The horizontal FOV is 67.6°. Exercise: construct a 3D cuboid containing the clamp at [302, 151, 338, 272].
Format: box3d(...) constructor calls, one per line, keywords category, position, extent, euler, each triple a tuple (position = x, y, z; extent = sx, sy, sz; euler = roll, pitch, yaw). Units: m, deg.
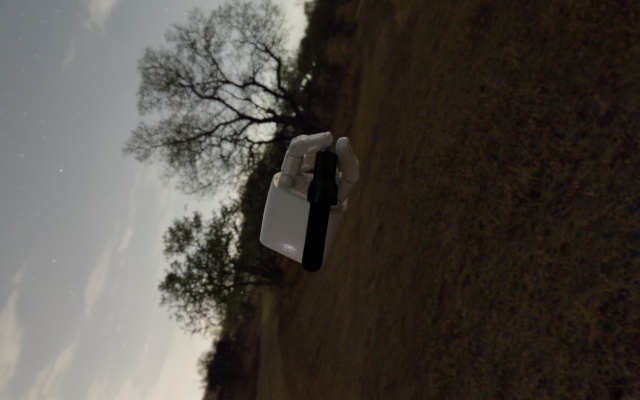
box3d(category="clamp", position=(0.000, 0.002, 0.595), extent=(0.039, 0.120, 0.171), euler=(15, 31, -4))
